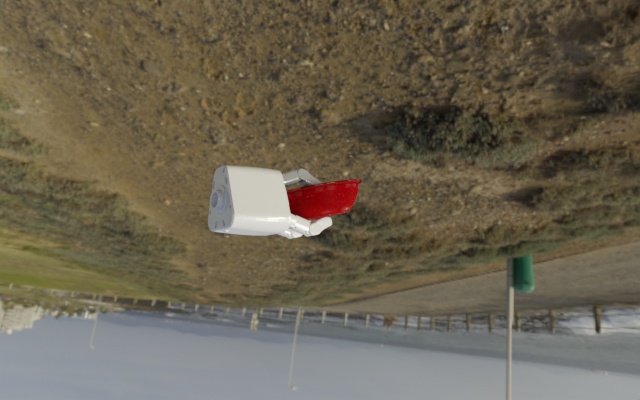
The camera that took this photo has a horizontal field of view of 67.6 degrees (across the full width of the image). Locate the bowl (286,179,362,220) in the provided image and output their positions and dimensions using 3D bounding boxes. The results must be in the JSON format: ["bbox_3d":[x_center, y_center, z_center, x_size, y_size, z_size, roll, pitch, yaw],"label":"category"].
[{"bbox_3d":[0.001,0.003,0.867,0.162,0.055,0.162,-10,-3,0],"label":"bowl"}]
